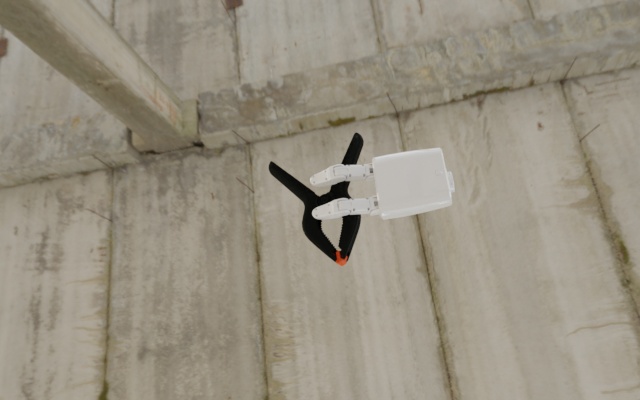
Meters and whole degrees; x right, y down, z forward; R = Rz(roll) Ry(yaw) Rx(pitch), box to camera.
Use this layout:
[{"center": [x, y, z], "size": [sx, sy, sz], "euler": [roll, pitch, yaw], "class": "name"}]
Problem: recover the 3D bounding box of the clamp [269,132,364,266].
[{"center": [0.001, 0.003, 0.761], "size": [0.164, 0.210, 0.036], "euler": [-11, -20, 14], "class": "clamp"}]
